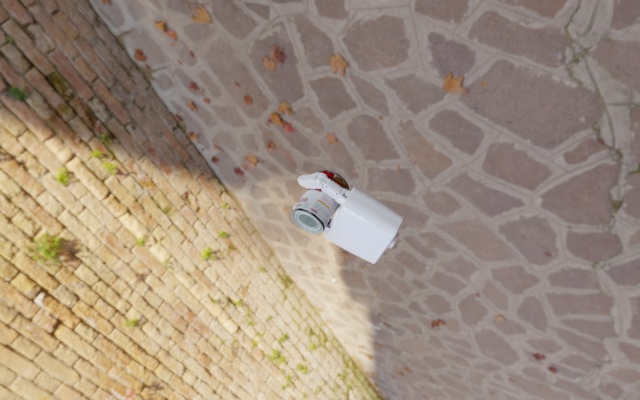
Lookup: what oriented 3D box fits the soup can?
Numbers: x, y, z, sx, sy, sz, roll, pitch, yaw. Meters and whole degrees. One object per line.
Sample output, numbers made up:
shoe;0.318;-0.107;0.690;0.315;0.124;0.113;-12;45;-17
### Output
soup can;0.000;0.003;0.872;0.068;0.102;0.069;23;-32;16
